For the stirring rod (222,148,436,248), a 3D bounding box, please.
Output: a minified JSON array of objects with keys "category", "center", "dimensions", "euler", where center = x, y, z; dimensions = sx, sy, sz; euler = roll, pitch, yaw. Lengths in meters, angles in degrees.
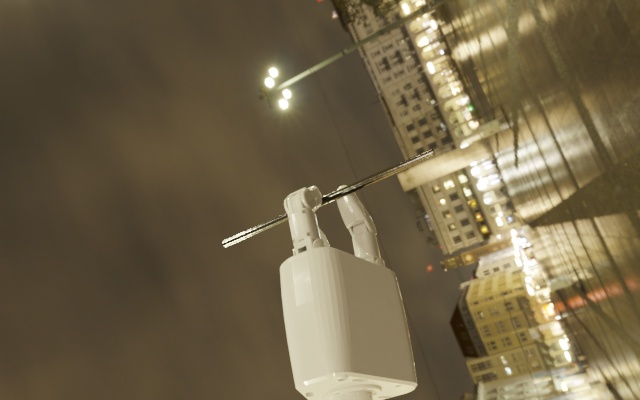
[{"category":"stirring rod","center":[0.000,0.002,0.476],"dimensions":[0.239,0.011,0.011],"euler":[-24,-9,20]}]
